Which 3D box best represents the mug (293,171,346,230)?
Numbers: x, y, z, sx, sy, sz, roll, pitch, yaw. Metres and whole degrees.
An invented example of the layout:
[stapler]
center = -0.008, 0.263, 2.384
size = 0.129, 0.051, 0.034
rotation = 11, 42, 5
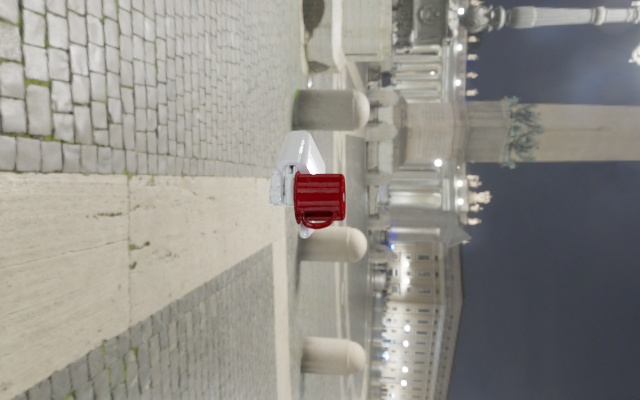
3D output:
[mug]
center = 0.000, 0.004, 0.809
size = 0.081, 0.093, 0.117
rotation = -1, 41, 7
